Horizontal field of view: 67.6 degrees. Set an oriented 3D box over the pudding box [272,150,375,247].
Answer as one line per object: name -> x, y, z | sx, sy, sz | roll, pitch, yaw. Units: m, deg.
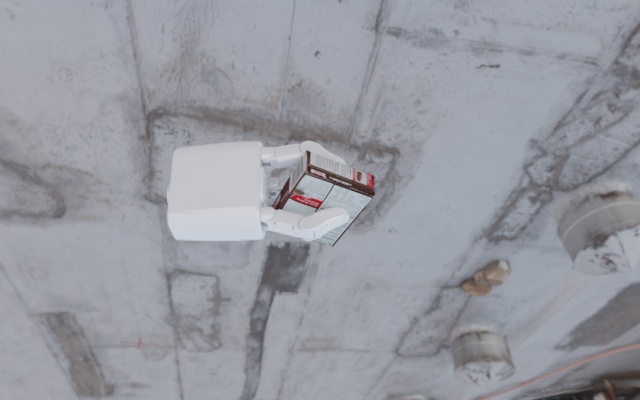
pudding box -> 0.000, 0.002, 0.573 | 0.090, 0.039, 0.113 | 19, -42, -18
